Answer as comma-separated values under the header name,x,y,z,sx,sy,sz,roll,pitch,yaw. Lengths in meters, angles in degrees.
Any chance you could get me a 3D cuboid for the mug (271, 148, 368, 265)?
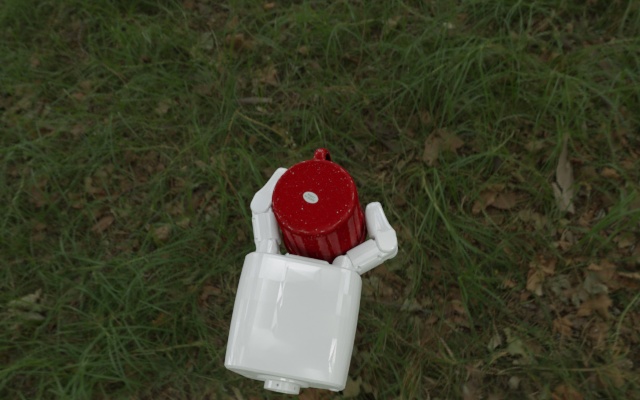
name,x,y,z,sx,sy,sz,roll,pitch,yaw
mug,0.000,0.000,0.480,0.093,0.117,0.081,3,-25,10
